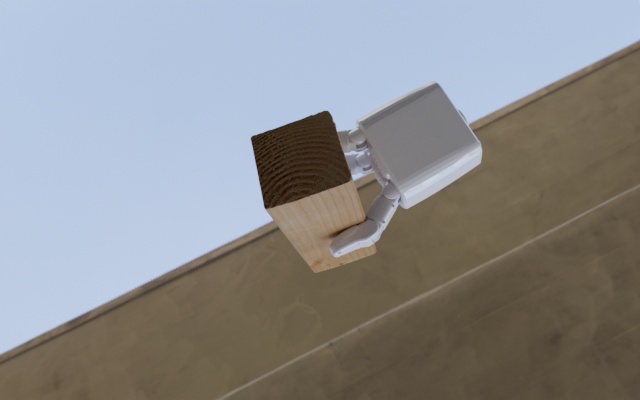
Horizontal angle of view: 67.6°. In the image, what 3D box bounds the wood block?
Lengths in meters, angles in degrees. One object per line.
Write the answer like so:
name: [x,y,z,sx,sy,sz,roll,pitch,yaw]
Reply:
wood block: [0.001,0.002,0.558,0.090,0.090,0.206,-18,-29,5]
